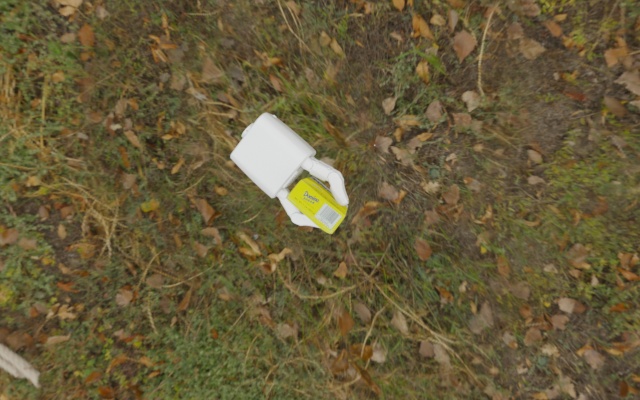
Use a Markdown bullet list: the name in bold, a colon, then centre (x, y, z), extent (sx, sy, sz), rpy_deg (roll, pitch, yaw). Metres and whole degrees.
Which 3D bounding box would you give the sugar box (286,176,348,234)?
- **sugar box**: centre (0.000, 0.002, 0.831), extent (0.093, 0.048, 0.176), rpy_deg (40, 9, 0)
